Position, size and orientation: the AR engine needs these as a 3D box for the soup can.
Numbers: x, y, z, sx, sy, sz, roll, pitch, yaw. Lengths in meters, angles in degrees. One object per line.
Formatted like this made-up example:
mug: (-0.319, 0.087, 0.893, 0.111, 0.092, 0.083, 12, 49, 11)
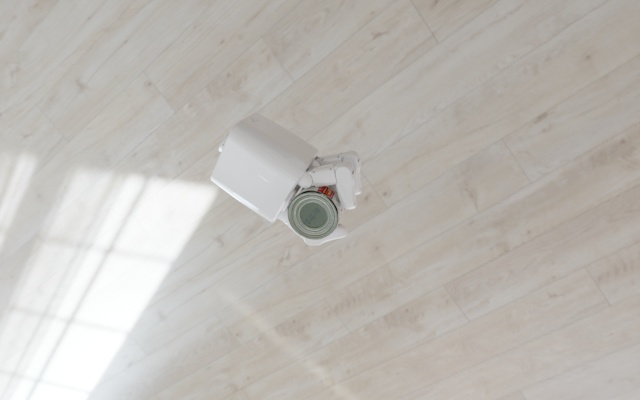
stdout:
soup can: (0.000, 0.003, 0.644, 0.068, 0.068, 0.102, 0, 20, 12)
